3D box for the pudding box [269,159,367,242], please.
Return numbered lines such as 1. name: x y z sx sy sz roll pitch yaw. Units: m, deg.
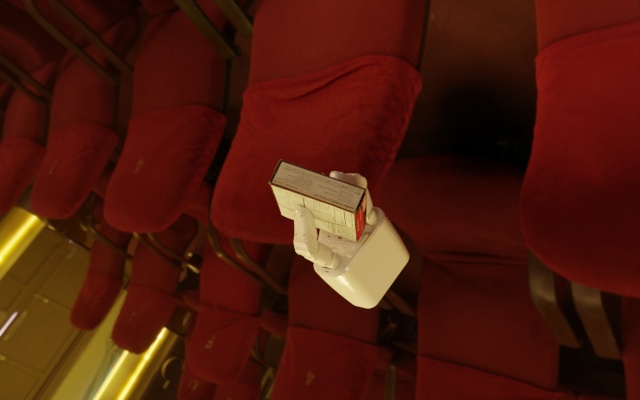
1. pudding box: 0.000 0.002 0.581 0.113 0.039 0.090 18 -24 13
